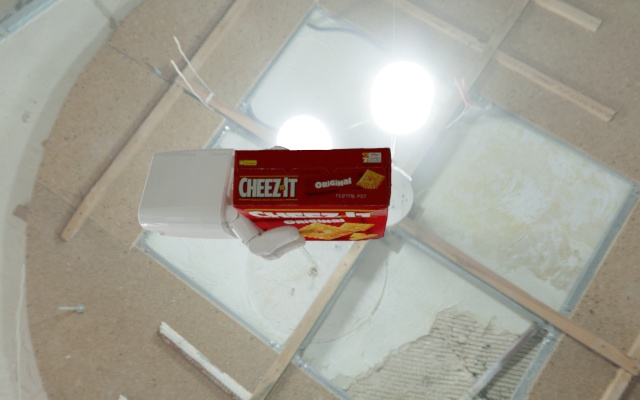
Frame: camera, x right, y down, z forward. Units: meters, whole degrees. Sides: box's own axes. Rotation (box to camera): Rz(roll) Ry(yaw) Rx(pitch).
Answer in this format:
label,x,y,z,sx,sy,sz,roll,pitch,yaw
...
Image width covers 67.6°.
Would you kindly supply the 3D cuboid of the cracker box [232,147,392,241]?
label,x,y,z,sx,sy,sz,roll,pitch,yaw
cracker box,0.000,0.002,0.583,0.164,0.072,0.214,-1,-13,6
